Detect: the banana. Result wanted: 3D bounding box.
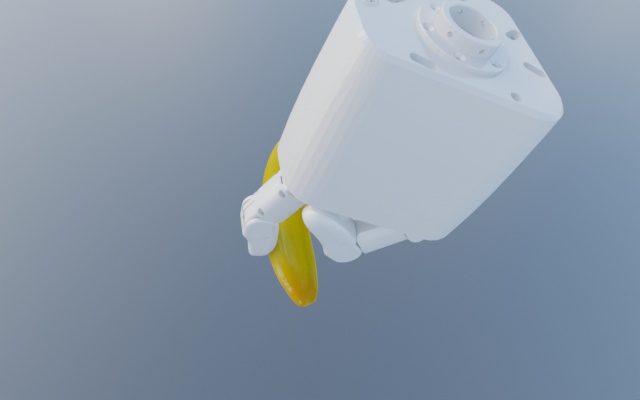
[{"bbox_3d":[-0.016,-0.008,0.401,0.069,0.197,0.037,24,-42,-10],"label":"banana"}]
